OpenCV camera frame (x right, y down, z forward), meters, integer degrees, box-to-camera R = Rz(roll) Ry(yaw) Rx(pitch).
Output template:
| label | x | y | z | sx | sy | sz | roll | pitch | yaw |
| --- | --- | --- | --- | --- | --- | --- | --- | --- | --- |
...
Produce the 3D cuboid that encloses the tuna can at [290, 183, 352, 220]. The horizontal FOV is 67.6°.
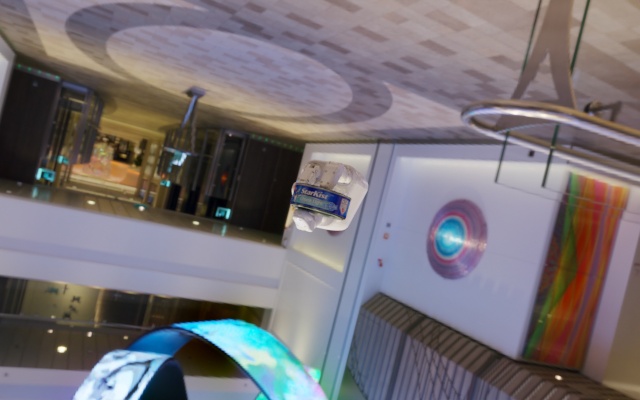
| label | x | y | z | sx | sy | sz | roll | pitch | yaw |
| --- | --- | --- | --- | --- | --- | --- | --- | --- | --- |
| tuna can | 0.000 | 0.003 | 0.696 | 0.086 | 0.033 | 0.086 | 16 | -5 | 1 |
